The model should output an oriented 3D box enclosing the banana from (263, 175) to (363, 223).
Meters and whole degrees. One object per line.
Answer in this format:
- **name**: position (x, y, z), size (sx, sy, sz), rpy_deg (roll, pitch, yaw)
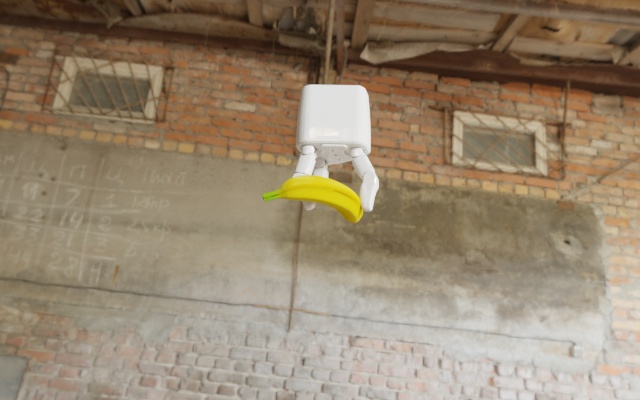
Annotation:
- **banana**: position (0.011, -0.003, 0.692), size (0.069, 0.037, 0.198), rpy_deg (-19, -25, 40)
